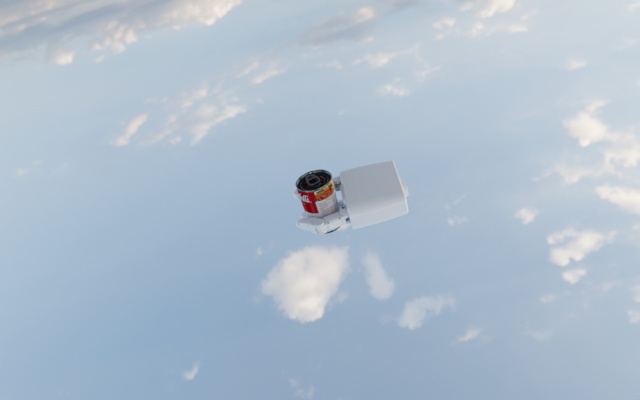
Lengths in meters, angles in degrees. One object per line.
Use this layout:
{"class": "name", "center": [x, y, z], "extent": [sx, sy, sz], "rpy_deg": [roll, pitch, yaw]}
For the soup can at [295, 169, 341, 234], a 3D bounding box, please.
{"class": "soup can", "center": [0.000, 0.003, 0.886], "extent": [0.068, 0.102, 0.068], "rpy_deg": [-12, 34, 8]}
